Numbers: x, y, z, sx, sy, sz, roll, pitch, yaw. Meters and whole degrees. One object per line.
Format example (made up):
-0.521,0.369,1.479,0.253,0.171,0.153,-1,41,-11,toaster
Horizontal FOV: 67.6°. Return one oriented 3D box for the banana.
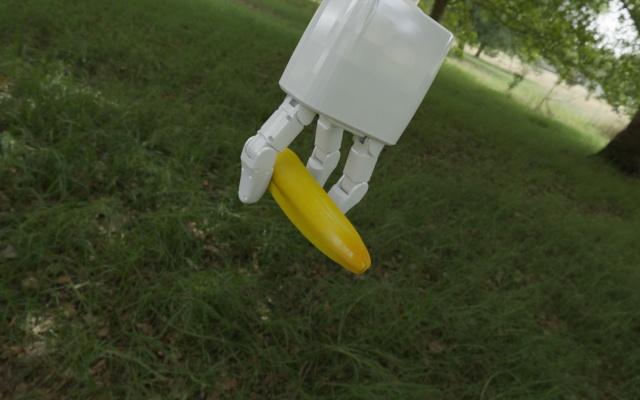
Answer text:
-0.015,-0.008,0.424,0.070,0.037,0.197,29,14,-30,banana
